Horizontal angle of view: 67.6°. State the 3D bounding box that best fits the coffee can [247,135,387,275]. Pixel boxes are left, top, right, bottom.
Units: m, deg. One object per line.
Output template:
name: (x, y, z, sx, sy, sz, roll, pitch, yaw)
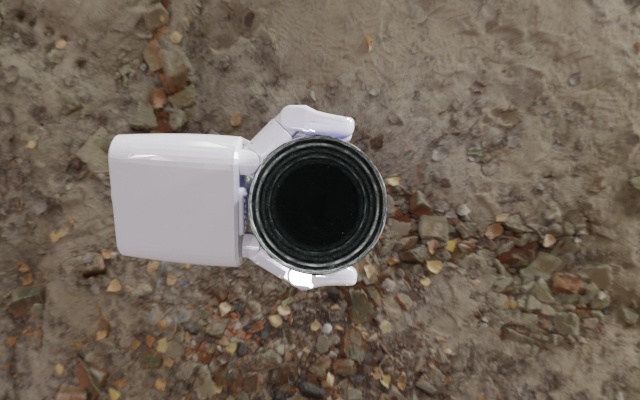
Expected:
coffee can: (0.000, 0.001, 0.415, 0.103, 0.103, 0.140, 0, 2, 2)
